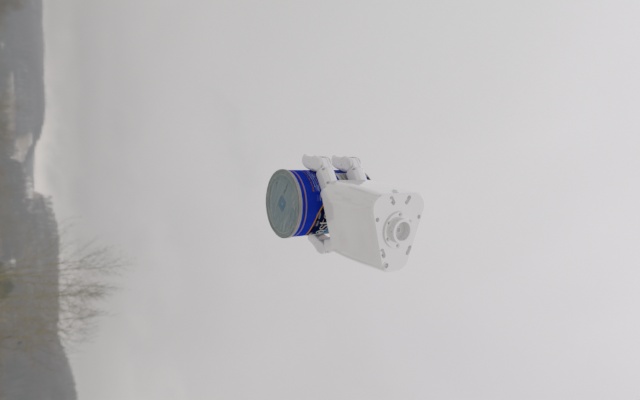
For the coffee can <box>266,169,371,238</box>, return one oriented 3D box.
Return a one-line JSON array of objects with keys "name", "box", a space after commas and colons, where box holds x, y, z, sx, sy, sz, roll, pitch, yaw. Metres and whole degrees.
[{"name": "coffee can", "box": [0.000, 0.002, 0.742, 0.140, 0.103, 0.103, -3, 1, -33]}]
